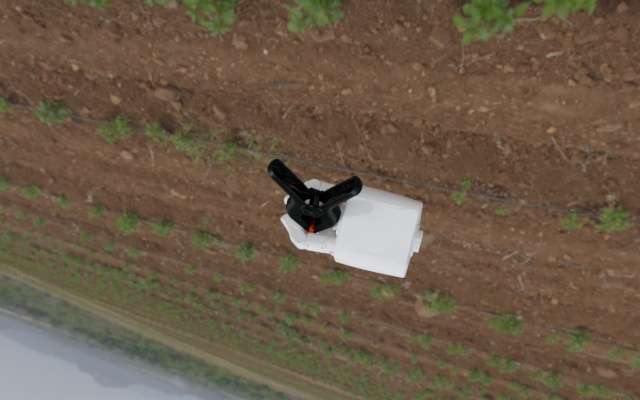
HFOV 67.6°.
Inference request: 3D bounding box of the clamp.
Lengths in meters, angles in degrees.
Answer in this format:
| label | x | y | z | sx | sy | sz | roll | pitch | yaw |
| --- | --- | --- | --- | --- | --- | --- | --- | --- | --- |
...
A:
| label | x | y | z | sx | sy | sz | roll | pitch | yaw |
| --- | --- | --- | --- | --- | --- | --- | --- | --- | --- |
| clamp | 0.000 | 0.003 | 0.654 | 0.120 | 0.039 | 0.171 | 14 | -23 | 14 |
